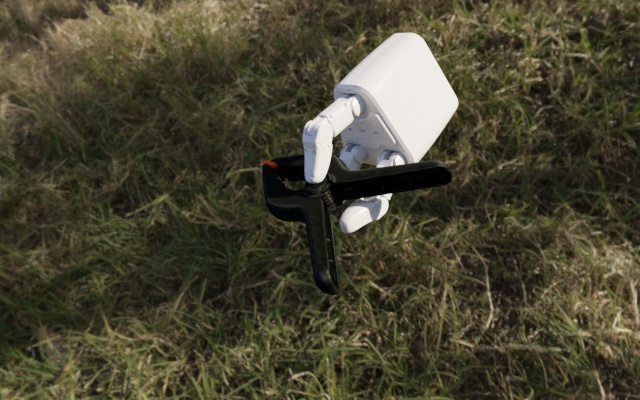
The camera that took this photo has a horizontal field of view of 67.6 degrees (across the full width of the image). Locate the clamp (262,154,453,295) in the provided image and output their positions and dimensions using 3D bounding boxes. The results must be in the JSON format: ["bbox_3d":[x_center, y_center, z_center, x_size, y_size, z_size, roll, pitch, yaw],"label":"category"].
[{"bbox_3d":[0.000,0.001,0.473,0.210,0.036,0.164,18,54,43],"label":"clamp"}]
